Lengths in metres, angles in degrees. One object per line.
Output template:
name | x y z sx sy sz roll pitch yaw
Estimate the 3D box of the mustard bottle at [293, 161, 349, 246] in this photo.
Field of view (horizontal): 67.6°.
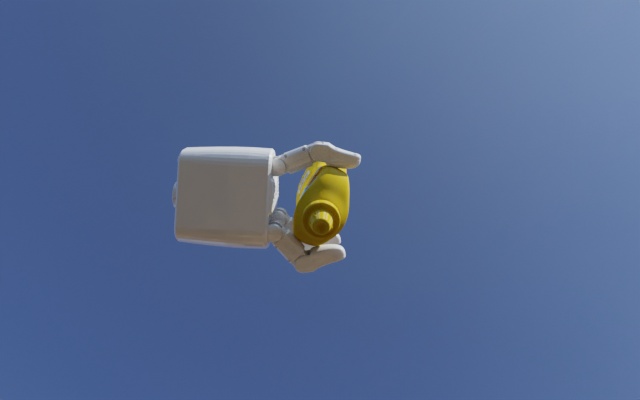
mustard bottle | 0.000 0.002 0.575 0.058 0.096 0.191 26 13 -6
